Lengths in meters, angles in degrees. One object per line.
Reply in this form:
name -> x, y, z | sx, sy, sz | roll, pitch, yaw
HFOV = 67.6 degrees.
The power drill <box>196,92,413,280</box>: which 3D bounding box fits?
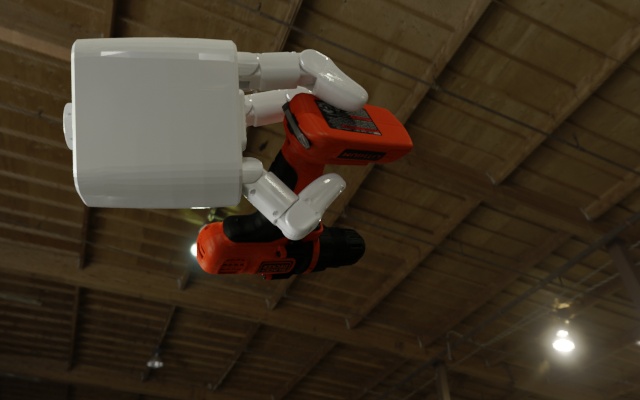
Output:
power drill -> 0.000, 0.001, 0.430 | 0.184, 0.057, 0.188 | 1, -45, -36
